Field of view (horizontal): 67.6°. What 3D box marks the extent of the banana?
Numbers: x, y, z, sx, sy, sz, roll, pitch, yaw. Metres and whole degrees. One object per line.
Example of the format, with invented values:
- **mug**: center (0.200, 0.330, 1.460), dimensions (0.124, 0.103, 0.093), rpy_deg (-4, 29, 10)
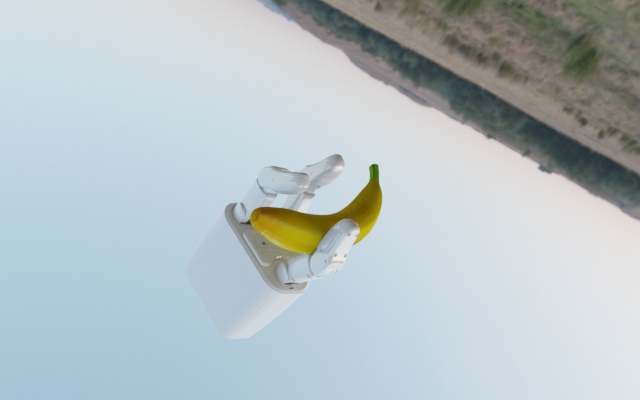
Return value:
- **banana**: center (0.010, 0.017, 0.472), dimensions (0.037, 0.069, 0.197), rpy_deg (-29, -4, 39)
